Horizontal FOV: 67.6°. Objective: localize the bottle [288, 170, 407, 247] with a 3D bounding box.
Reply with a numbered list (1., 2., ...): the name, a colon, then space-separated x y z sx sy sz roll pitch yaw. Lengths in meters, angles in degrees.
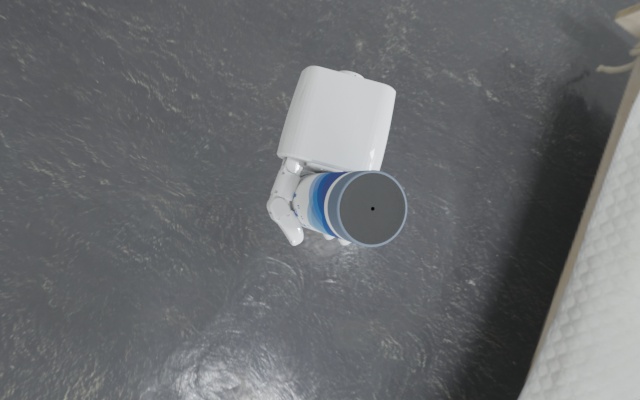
1. bottle: 0.000 0.002 0.548 0.069 0.069 0.295 0 2 -18
